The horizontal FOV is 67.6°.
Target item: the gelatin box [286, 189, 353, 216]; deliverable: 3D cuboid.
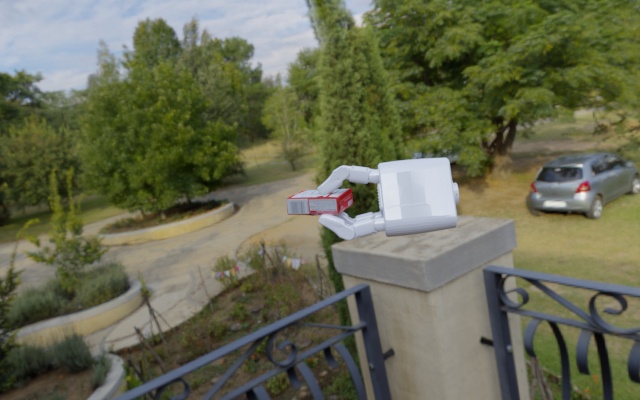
[{"bbox_3d":[0.000,0.002,0.765,0.089,0.030,0.073,-1,11,20],"label":"gelatin box"}]
